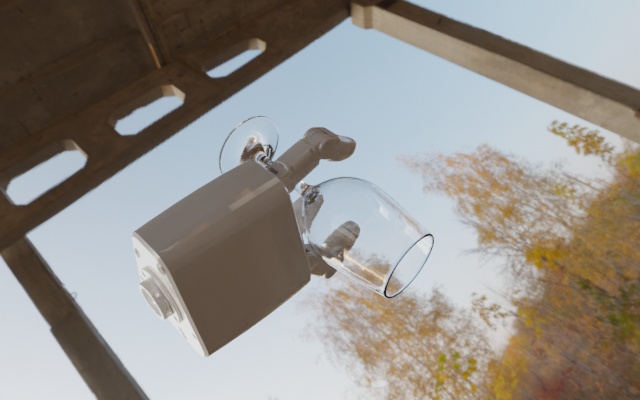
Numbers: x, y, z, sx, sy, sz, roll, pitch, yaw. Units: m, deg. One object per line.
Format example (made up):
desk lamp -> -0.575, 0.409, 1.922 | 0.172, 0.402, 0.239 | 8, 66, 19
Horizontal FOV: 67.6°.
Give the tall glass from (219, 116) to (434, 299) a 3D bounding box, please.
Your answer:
tall glass -> 0.000, 0.001, 0.422 | 0.201, 0.079, 0.079 | 36, 19, 29
